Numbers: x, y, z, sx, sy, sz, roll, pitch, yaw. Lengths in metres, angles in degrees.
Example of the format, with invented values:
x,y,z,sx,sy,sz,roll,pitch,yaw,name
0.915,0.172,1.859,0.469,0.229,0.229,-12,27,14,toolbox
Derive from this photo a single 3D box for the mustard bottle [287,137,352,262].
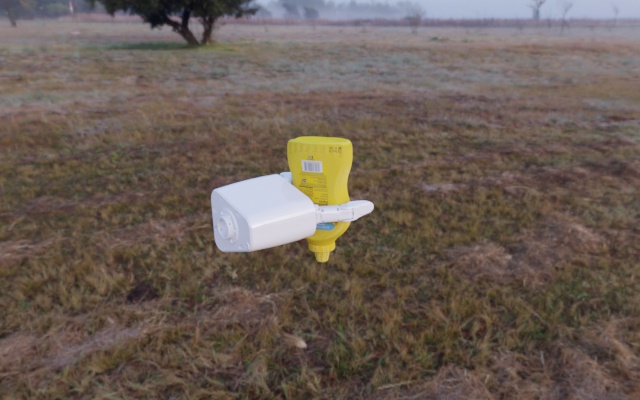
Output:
x,y,z,sx,sy,sz,roll,pitch,yaw,name
0.000,0.002,0.722,0.096,0.192,0.058,6,18,25,mustard bottle
